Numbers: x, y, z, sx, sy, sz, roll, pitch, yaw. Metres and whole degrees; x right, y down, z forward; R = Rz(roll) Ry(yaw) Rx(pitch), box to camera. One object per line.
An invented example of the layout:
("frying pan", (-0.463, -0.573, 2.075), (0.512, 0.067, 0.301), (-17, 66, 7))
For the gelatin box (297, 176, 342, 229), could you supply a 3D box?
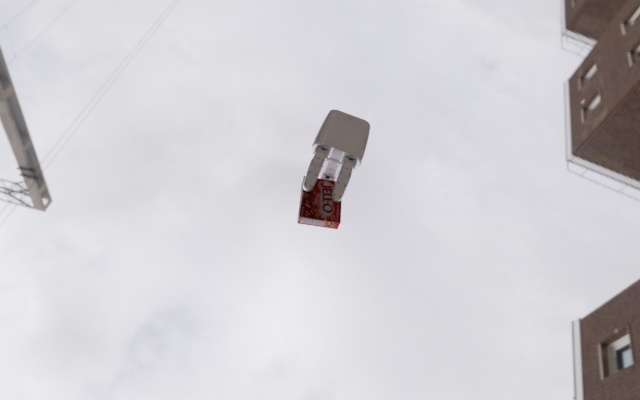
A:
("gelatin box", (0.000, 0.003, 0.851), (0.073, 0.089, 0.030), (9, -33, -7))
